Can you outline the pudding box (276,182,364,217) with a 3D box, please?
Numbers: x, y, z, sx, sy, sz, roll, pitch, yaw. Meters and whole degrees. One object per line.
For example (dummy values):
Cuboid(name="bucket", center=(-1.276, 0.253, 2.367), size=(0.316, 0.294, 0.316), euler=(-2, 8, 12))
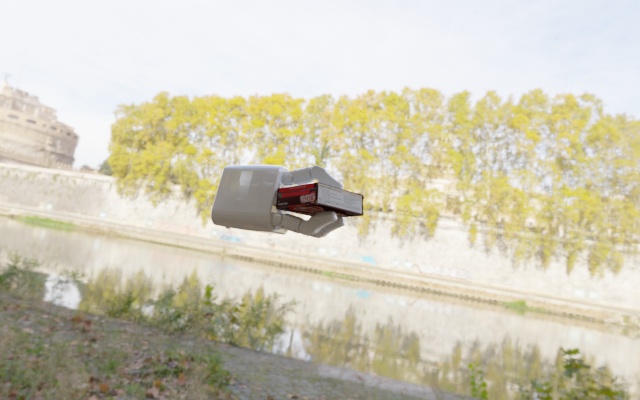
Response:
Cuboid(name="pudding box", center=(0.000, 0.002, 0.753), size=(0.090, 0.039, 0.113), euler=(-6, -12, 43))
